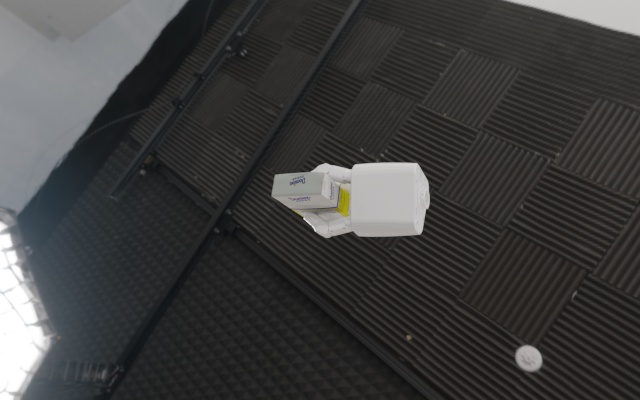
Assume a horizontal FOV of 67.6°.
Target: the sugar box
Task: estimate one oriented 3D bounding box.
[{"bbox_3d":[0.000,0.002,0.828,0.093,0.048,0.176,-2,-23,26],"label":"sugar box"}]
